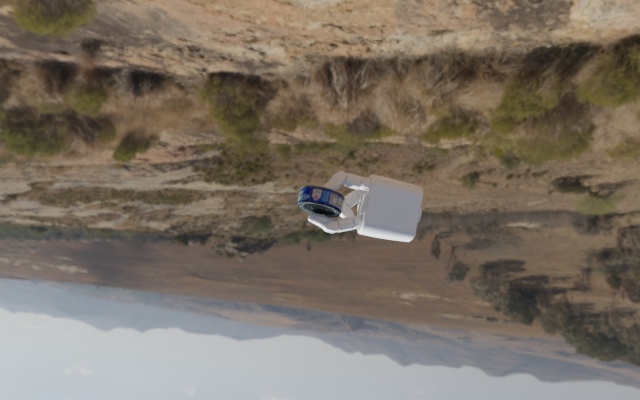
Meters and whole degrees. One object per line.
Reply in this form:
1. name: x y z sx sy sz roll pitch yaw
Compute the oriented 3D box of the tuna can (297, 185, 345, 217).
1. tuna can: 0.000 0.003 0.893 0.086 0.033 0.086 12 -16 4
